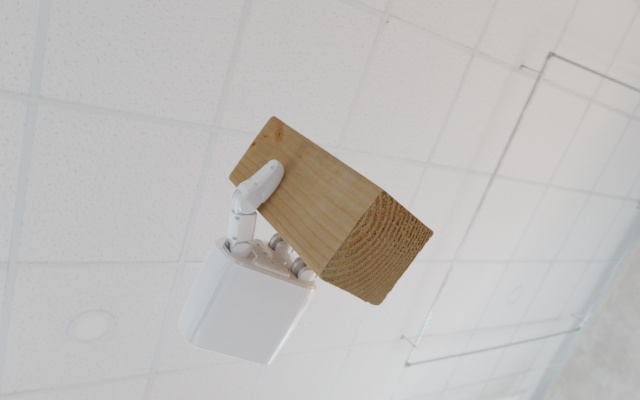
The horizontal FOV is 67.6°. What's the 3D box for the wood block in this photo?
[{"bbox_3d":[0.000,0.002,0.485,0.091,0.090,0.206,34,4,-41],"label":"wood block"}]
